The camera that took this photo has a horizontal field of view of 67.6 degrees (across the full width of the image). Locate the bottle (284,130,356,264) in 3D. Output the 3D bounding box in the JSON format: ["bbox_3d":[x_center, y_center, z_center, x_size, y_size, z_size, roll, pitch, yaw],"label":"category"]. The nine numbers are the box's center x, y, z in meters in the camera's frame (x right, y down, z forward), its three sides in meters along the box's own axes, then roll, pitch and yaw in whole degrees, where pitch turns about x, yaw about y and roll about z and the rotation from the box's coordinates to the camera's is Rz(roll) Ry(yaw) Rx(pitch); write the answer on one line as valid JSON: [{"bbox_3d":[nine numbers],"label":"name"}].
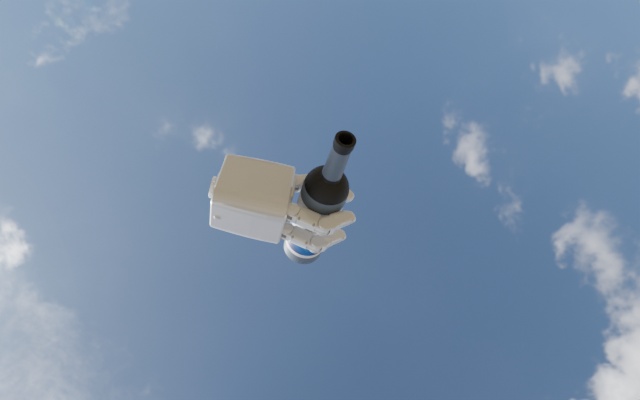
[{"bbox_3d":[0.000,0.002,0.706,0.069,0.069,0.296,0,-32,-14],"label":"bottle"}]
